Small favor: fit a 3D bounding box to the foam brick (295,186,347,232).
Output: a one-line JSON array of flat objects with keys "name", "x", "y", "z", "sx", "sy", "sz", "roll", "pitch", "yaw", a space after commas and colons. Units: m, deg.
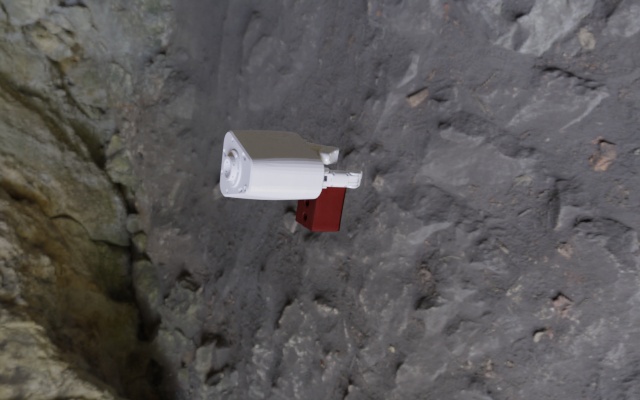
[{"name": "foam brick", "x": 0.000, "y": 0.003, "z": 0.714, "sx": 0.051, "sy": 0.078, "sz": 0.053, "roll": -1, "pitch": 17, "yaw": -33}]
